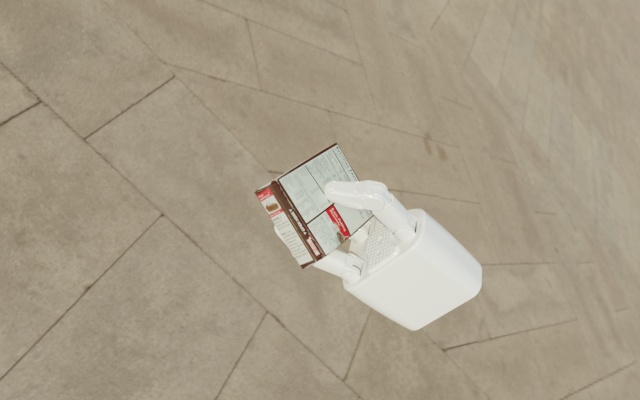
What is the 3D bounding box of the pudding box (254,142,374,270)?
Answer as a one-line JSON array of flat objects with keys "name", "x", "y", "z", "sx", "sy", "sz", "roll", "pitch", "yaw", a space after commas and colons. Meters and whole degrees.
[{"name": "pudding box", "x": 0.000, "y": 0.002, "z": 0.484, "sx": 0.039, "sy": 0.090, "sz": 0.113, "roll": -29, "pitch": 5, "yaw": 40}]
